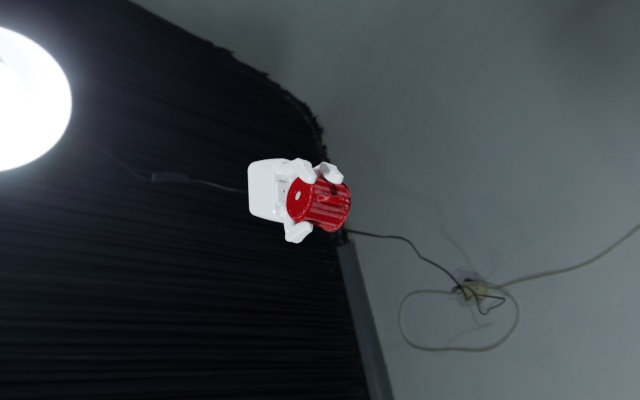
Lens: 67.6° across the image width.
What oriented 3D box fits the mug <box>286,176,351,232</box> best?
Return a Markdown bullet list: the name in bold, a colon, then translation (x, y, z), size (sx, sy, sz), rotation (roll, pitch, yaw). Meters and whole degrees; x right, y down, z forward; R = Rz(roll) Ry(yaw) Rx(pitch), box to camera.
- **mug**: translation (0.001, 0.003, 0.822), size (0.081, 0.093, 0.117), rotation (15, -6, -35)
